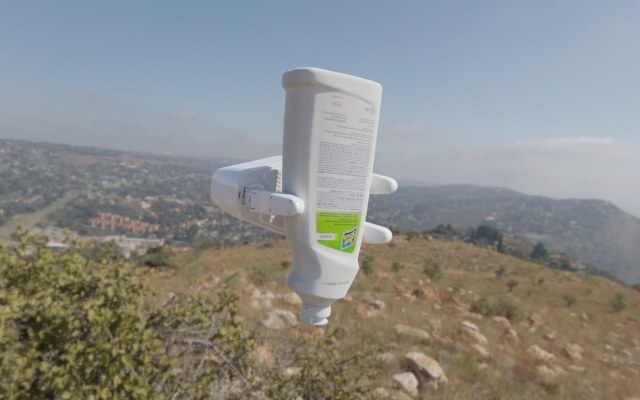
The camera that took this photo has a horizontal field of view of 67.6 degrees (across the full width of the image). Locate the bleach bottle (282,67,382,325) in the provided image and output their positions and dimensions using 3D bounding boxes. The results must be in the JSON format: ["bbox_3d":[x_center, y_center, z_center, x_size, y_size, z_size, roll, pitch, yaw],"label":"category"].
[{"bbox_3d":[0.000,0.002,0.488,0.102,0.251,0.068,4,5,-30],"label":"bleach bottle"}]
